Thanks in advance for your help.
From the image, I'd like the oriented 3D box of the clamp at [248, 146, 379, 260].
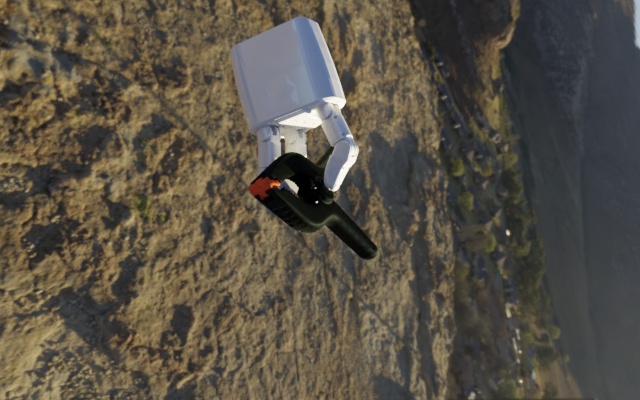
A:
[{"bbox_3d":[0.000,0.001,0.562,0.036,0.164,0.210,-25,-10,30],"label":"clamp"}]
